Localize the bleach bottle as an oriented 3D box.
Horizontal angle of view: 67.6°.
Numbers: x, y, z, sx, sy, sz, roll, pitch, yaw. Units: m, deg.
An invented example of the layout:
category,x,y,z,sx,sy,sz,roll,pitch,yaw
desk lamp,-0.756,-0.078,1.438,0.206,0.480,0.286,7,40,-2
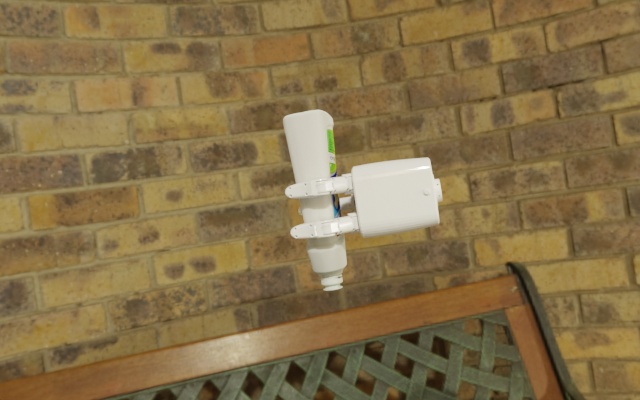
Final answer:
category,x,y,z,sx,sy,sz,roll,pitch,yaw
bleach bottle,0.000,0.002,0.694,0.068,0.251,0.102,-9,-1,10
